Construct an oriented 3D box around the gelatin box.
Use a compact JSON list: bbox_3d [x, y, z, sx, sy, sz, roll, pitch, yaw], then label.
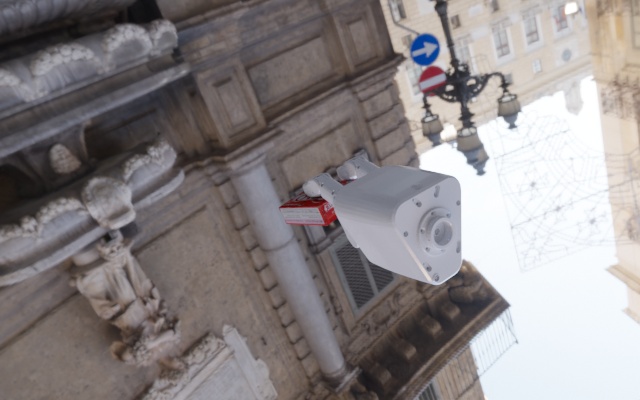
[{"bbox_3d":[0.000,0.002,0.629,0.073,0.030,0.089,-35,20,-34],"label":"gelatin box"}]
